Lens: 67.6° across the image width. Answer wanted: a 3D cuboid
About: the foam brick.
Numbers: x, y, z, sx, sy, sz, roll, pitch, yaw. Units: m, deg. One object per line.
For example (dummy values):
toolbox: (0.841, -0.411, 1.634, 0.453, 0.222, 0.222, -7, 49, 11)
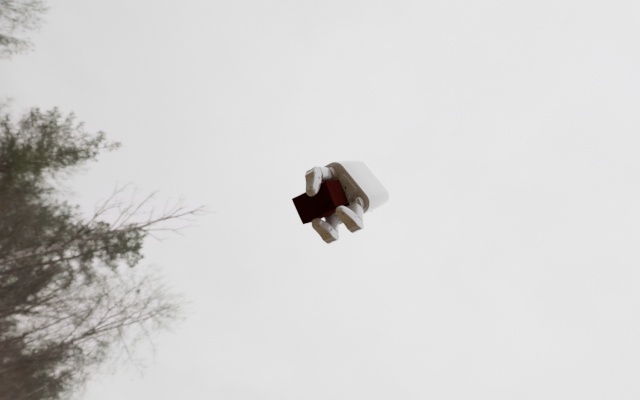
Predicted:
foam brick: (0.000, 0.003, 0.848, 0.078, 0.053, 0.051, -26, -7, 31)
